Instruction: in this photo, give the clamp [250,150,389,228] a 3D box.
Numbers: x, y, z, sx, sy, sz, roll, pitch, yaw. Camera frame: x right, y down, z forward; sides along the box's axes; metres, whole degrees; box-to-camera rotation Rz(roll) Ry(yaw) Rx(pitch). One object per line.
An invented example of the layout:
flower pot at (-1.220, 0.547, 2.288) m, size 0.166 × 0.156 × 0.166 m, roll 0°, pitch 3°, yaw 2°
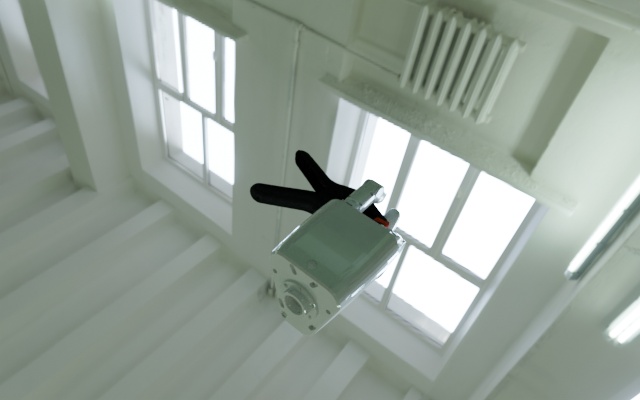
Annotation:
clamp at (0.000, 0.002, 0.598) m, size 0.171 × 0.039 × 0.120 m, roll 34°, pitch 48°, yaw 22°
